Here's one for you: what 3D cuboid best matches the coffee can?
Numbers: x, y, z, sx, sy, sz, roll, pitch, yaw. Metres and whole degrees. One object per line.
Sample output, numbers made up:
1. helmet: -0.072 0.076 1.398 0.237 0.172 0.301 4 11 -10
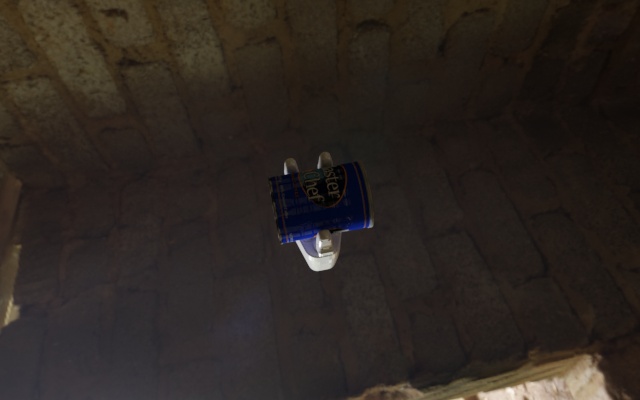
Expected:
1. coffee can: 0.000 0.002 0.713 0.140 0.103 0.103 -10 1 -4
